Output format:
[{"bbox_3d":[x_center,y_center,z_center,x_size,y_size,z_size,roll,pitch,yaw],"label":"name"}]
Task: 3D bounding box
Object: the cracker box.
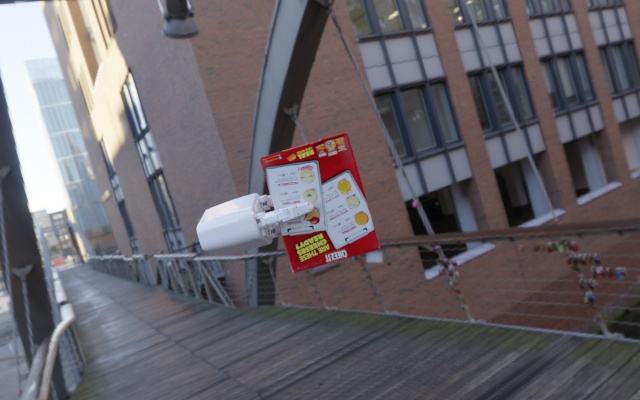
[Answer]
[{"bbox_3d":[0.000,0.003,0.865,0.164,0.214,0.072,-16,3,5],"label":"cracker box"}]
